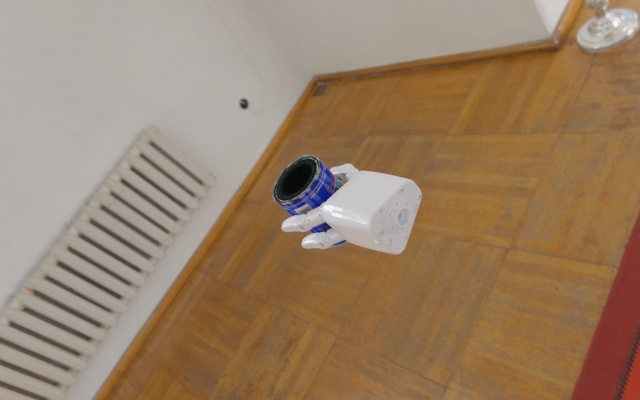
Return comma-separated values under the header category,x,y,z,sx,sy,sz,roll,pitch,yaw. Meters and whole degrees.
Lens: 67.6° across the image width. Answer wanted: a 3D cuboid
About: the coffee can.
category,x,y,z,sx,sy,sz,roll,pitch,yaw
coffee can,0.000,0.003,0.830,0.103,0.102,0.140,0,-34,47
